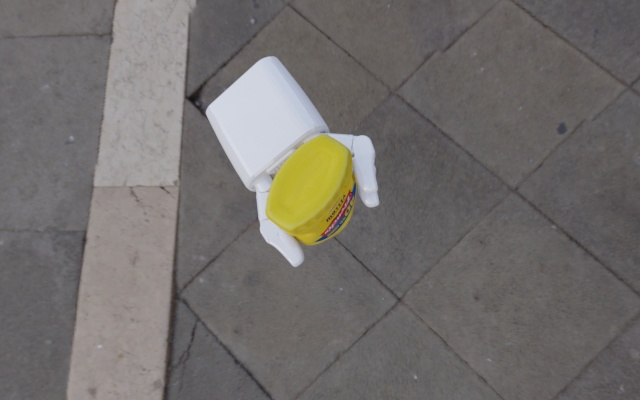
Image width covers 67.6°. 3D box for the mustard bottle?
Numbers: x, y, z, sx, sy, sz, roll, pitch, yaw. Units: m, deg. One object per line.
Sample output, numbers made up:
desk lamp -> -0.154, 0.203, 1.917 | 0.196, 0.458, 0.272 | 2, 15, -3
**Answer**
mustard bottle -> 0.000, 0.002, 0.517 | 0.058, 0.096, 0.192 | 33, -6, 13
